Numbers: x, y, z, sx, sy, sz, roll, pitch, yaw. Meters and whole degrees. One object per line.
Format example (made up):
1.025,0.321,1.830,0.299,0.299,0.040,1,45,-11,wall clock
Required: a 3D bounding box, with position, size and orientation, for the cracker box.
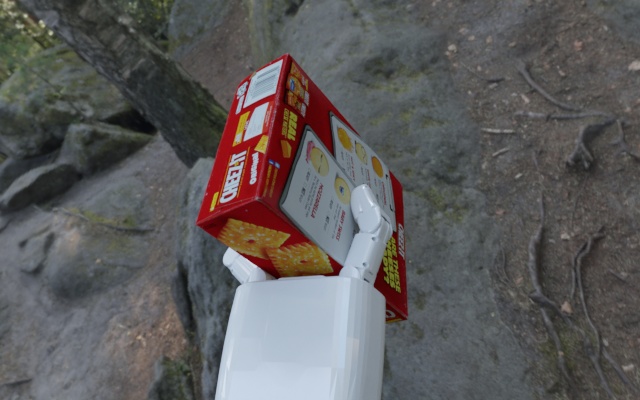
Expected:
0.000,0.001,0.441,0.072,0.164,0.214,-20,-44,30,cracker box
